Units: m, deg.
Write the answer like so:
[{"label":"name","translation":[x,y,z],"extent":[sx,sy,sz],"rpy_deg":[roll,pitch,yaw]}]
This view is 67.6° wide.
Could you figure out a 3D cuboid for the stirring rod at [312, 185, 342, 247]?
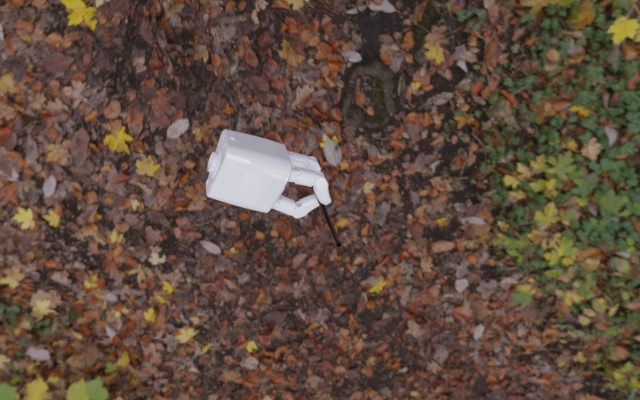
[{"label":"stirring rod","translation":[0.000,0.003,0.807],"extent":[0.011,0.011,0.239],"rpy_deg":[0,32,-16]}]
